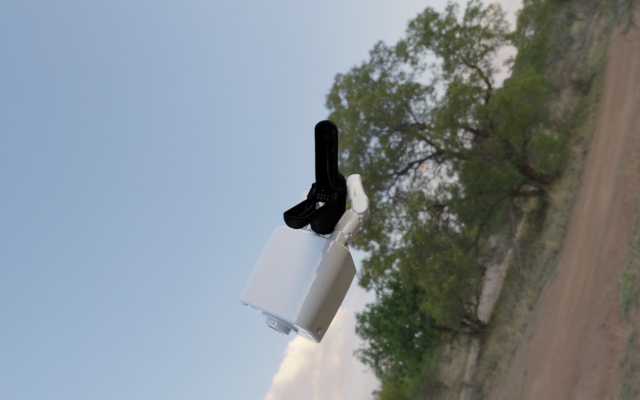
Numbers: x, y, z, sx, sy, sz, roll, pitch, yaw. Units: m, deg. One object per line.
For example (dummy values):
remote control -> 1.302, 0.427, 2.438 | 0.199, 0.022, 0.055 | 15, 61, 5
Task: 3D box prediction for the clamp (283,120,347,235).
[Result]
clamp -> 0.000, 0.002, 0.548 | 0.039, 0.120, 0.172 | 19, -23, 21
